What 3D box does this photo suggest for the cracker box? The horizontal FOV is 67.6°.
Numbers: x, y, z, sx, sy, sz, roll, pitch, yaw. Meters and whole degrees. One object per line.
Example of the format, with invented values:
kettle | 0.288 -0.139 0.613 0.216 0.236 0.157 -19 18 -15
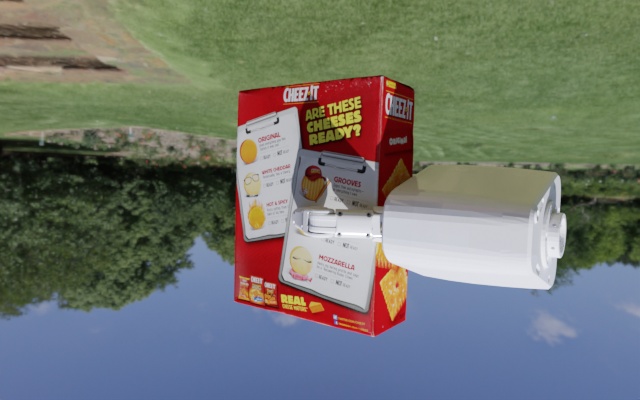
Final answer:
cracker box | 0.000 0.002 0.454 0.164 0.214 0.072 4 4 35
